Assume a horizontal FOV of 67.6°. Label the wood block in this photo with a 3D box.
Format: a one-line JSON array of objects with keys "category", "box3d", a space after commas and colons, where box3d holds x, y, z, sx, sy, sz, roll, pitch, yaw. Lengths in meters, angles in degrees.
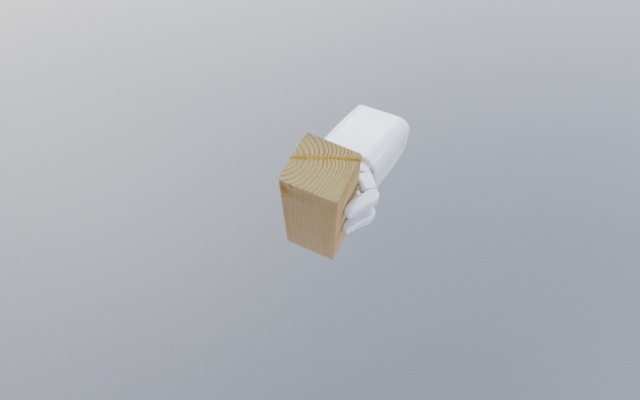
[{"category": "wood block", "box3d": [0.000, 0.002, 0.745, 0.091, 0.090, 0.206, 23, -26, 12]}]
